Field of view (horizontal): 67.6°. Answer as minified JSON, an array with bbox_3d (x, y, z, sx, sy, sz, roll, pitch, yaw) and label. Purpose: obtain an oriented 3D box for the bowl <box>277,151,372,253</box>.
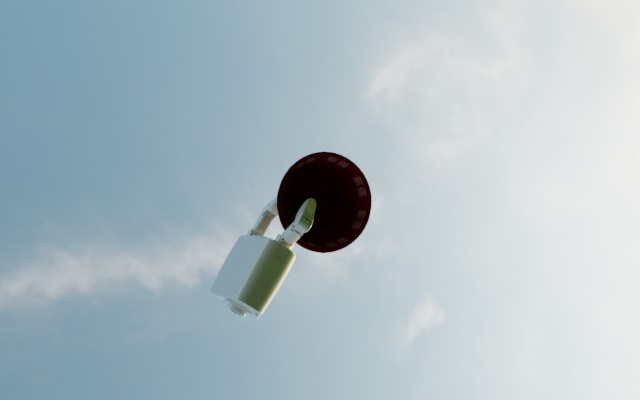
[{"bbox_3d":[0.001,0.002,0.782,0.162,0.162,0.055,0,1,-20],"label":"bowl"}]
